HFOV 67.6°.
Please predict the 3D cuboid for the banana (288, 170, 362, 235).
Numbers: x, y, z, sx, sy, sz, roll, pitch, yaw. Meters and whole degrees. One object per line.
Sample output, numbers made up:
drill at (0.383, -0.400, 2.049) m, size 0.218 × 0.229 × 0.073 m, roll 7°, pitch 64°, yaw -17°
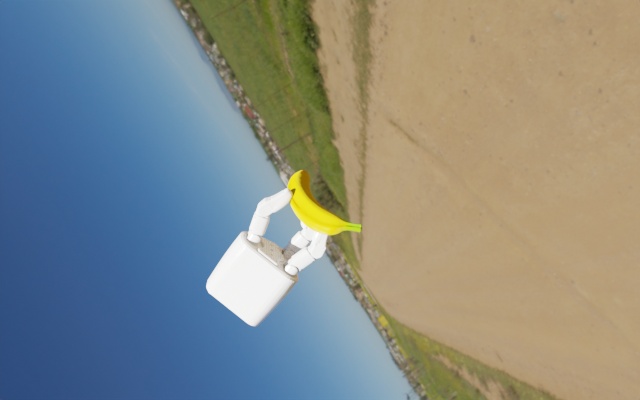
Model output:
banana at (-0.014, 0.003, 0.741) m, size 0.069 × 0.037 × 0.197 m, roll 2°, pitch 28°, yaw -31°
